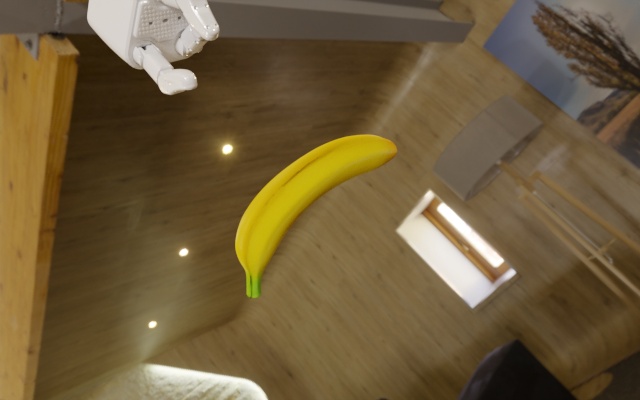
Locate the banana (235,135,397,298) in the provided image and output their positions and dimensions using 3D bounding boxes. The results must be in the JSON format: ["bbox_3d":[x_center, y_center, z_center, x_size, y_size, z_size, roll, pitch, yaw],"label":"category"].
[{"bbox_3d":[-0.007,-0.008,0.413,0.037,0.197,0.070,32,-24,36],"label":"banana"}]
